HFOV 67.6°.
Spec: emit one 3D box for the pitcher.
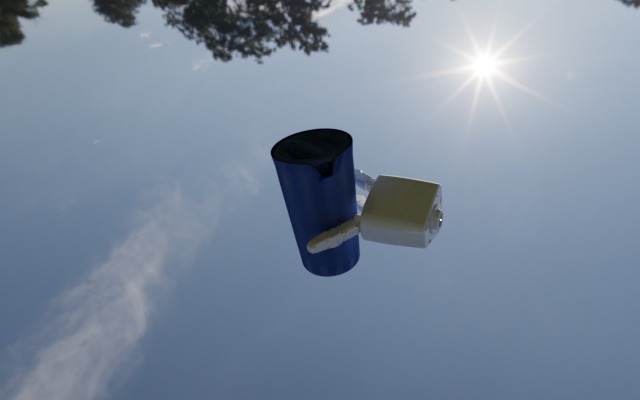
[{"bbox_3d":[0.000,0.003,0.828,0.145,0.243,0.149,8,35,27],"label":"pitcher"}]
